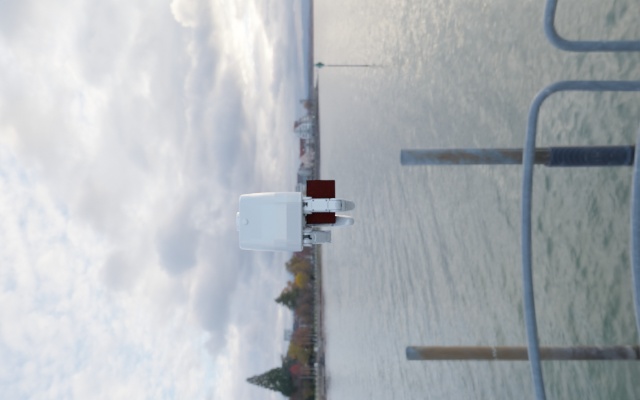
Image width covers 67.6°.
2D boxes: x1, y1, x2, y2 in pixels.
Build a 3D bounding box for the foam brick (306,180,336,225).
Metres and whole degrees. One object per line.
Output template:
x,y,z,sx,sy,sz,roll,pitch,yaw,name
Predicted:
0.000,0.002,0.836,0.051,0.078,0.053,0,-2,0,foam brick
